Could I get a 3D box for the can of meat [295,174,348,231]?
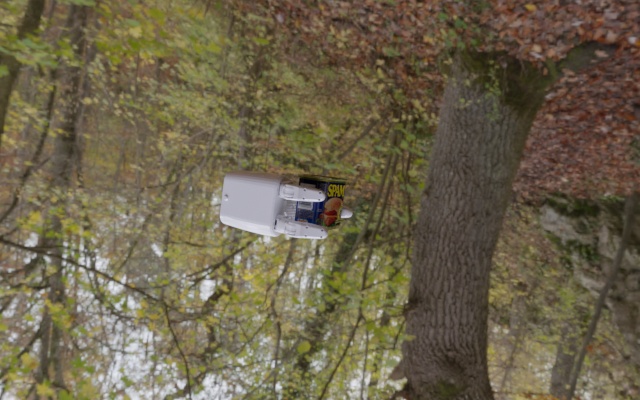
[{"bbox_3d":[0.000,0.003,0.766,0.057,0.084,0.102,9,4,24],"label":"can of meat"}]
